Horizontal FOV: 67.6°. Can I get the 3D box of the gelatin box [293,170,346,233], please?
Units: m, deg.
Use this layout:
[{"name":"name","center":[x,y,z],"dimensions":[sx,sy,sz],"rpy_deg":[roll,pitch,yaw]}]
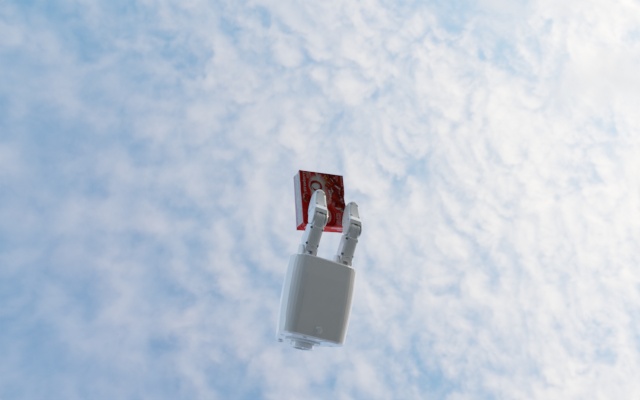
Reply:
[{"name":"gelatin box","center":[0.000,0.002,0.710],"dimensions":[0.073,0.089,0.030],"rpy_deg":[6,-25,-24]}]
